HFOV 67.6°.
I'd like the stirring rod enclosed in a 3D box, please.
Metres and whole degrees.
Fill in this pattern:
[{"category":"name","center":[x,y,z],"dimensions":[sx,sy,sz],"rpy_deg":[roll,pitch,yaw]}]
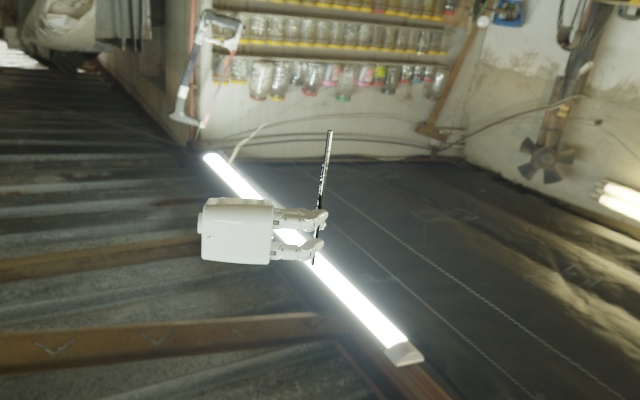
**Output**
[{"category":"stirring rod","center":[0.000,0.002,0.778],"dimensions":[0.011,0.240,0.011],"rpy_deg":[6,24,-3]}]
